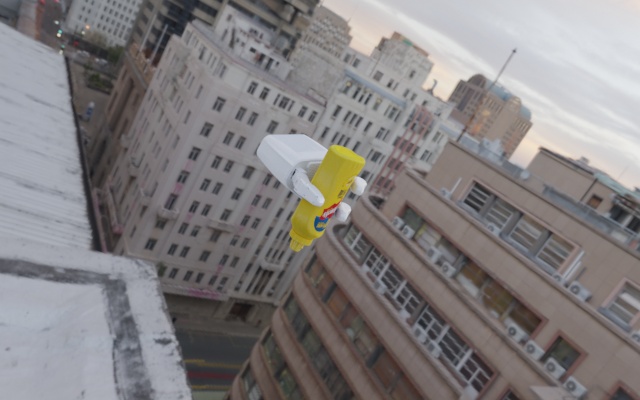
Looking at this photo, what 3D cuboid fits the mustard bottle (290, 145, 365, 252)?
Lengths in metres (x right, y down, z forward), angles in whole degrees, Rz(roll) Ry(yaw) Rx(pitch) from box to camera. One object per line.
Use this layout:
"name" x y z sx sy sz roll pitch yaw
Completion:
"mustard bottle" 0.000 0.003 0.796 0.058 0.192 0.096 34 16 15
